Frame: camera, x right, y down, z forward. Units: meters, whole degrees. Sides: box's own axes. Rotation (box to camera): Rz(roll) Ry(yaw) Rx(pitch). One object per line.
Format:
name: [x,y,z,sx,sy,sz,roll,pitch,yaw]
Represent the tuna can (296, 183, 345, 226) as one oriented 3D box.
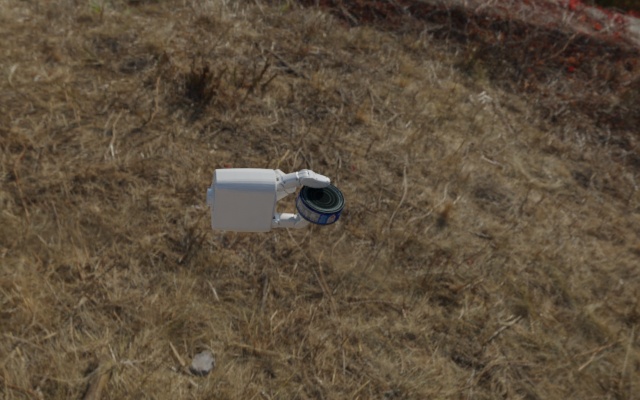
tuna can: [0.000,0.002,0.870,0.086,0.086,0.034,0,-43,-22]
